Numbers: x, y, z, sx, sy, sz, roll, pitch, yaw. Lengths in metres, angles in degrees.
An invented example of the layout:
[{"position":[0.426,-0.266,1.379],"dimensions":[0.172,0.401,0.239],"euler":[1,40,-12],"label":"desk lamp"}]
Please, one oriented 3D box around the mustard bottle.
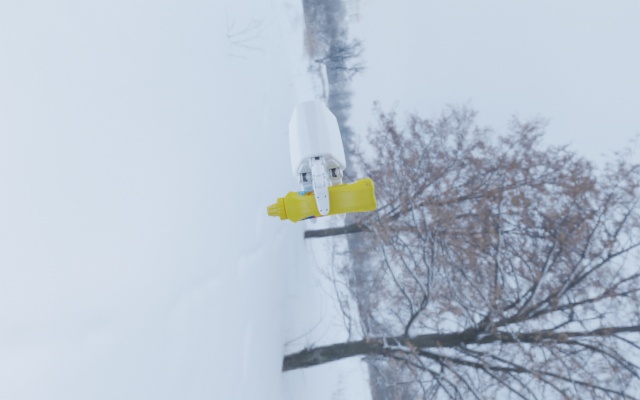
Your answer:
[{"position":[0.000,0.003,0.847],"dimensions":[0.191,0.058,0.096],"euler":[-9,6,2],"label":"mustard bottle"}]
